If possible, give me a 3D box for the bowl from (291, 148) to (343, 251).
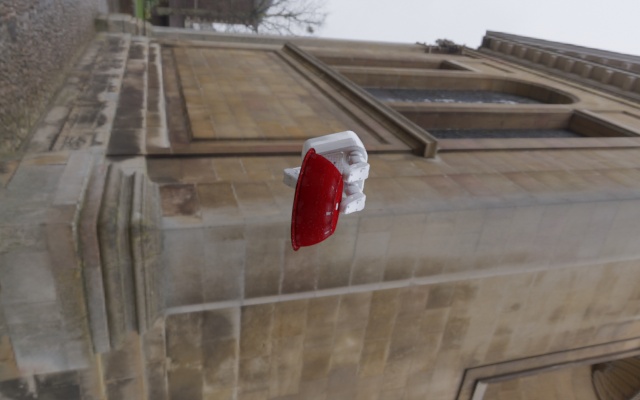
[{"bbox_3d":[0.000,0.003,0.733,0.055,0.162,0.162,10,1,8],"label":"bowl"}]
